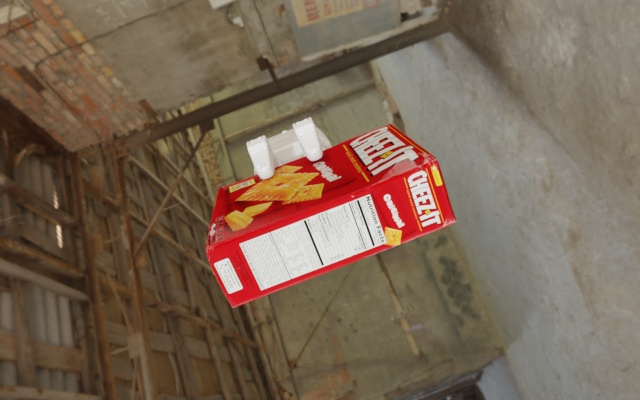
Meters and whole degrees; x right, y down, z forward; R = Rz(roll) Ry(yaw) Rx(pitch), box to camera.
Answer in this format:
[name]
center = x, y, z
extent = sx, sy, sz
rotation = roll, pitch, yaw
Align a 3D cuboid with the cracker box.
[cracker box]
center = 0.000, 0.002, 0.479
extent = 0.214, 0.072, 0.164
rotation = -21, 21, 1
